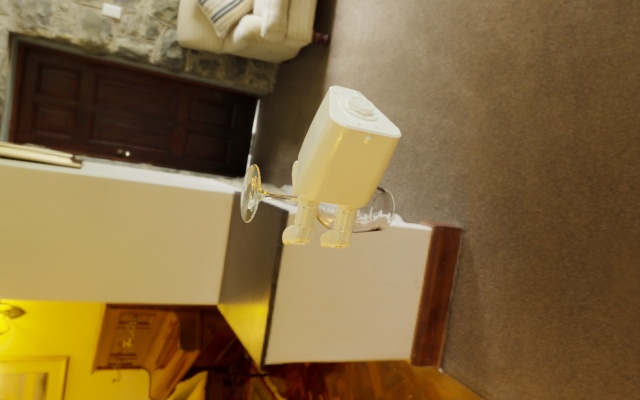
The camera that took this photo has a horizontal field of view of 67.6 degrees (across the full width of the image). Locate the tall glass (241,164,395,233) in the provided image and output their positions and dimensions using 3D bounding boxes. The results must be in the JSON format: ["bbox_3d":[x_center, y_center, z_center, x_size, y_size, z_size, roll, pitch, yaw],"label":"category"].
[{"bbox_3d":[-0.001,0.002,0.643,0.201,0.079,0.079,8,-3,-25],"label":"tall glass"}]
